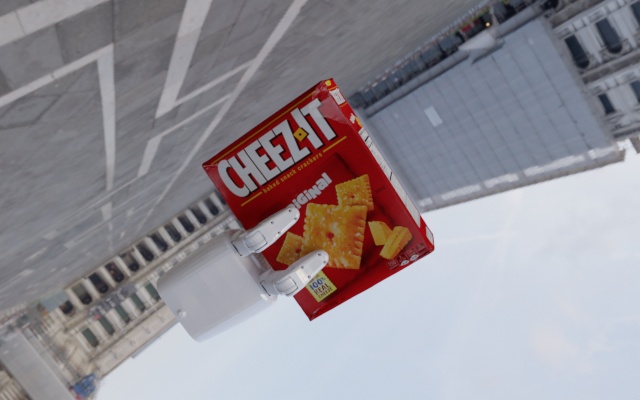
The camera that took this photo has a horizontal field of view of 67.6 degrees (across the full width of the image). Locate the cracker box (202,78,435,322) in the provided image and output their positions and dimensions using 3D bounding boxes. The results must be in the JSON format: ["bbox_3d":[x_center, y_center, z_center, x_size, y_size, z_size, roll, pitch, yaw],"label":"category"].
[{"bbox_3d":[0.000,0.002,0.526,0.164,0.214,0.072,-32,8,16],"label":"cracker box"}]
